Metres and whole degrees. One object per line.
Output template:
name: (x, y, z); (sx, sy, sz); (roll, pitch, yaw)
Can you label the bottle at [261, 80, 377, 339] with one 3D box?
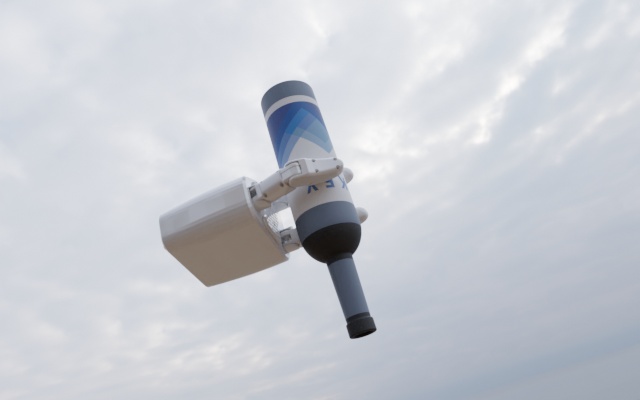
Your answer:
bottle: (0.000, 0.001, 0.517); (0.069, 0.295, 0.069); (-14, -26, -7)
